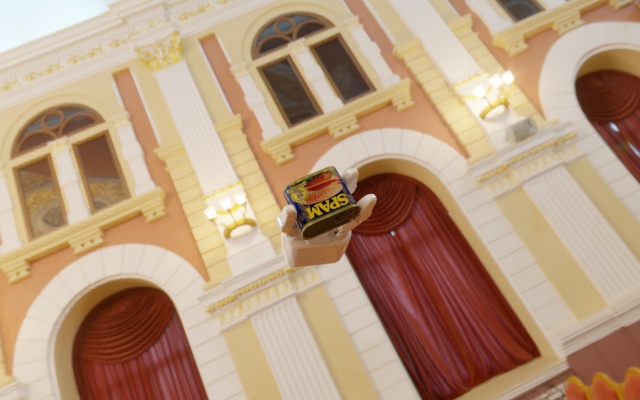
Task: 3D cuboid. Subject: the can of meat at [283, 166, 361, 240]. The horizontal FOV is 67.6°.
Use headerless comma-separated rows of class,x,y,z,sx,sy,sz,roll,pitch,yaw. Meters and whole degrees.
can of meat,0.000,0.002,0.767,0.102,0.084,0.057,-23,-25,-12
